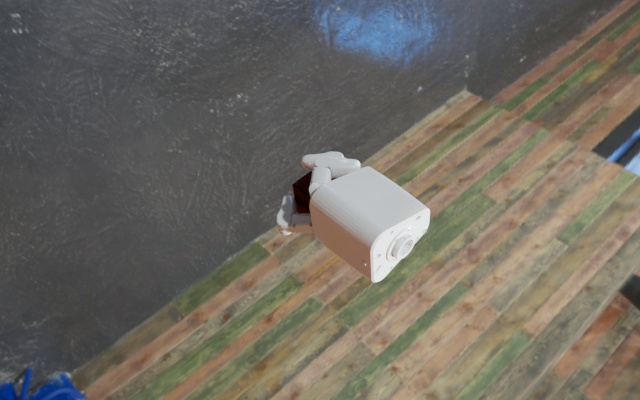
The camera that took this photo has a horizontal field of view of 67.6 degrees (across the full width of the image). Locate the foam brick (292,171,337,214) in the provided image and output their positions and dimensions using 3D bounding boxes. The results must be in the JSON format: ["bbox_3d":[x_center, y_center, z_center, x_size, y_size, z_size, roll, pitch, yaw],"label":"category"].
[{"bbox_3d":[0.000,0.002,0.669,0.053,0.078,0.051,-37,54,-23],"label":"foam brick"}]
